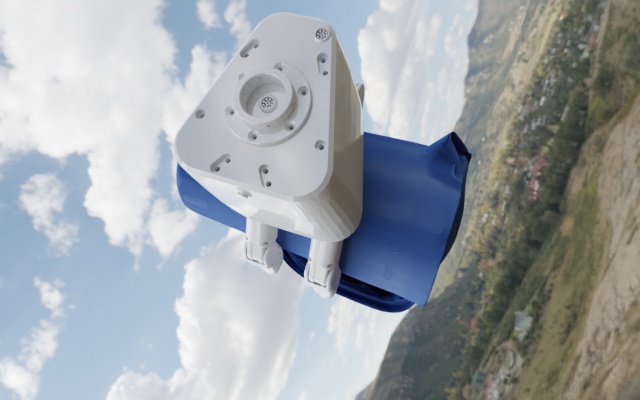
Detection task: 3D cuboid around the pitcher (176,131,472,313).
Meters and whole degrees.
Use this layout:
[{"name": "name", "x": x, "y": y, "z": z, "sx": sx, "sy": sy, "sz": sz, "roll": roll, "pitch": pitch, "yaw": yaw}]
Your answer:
[{"name": "pitcher", "x": 0.000, "y": 0.001, "z": 0.431, "sx": 0.243, "sy": 0.149, "sz": 0.145, "roll": 17, "pitch": -9, "yaw": 15}]
